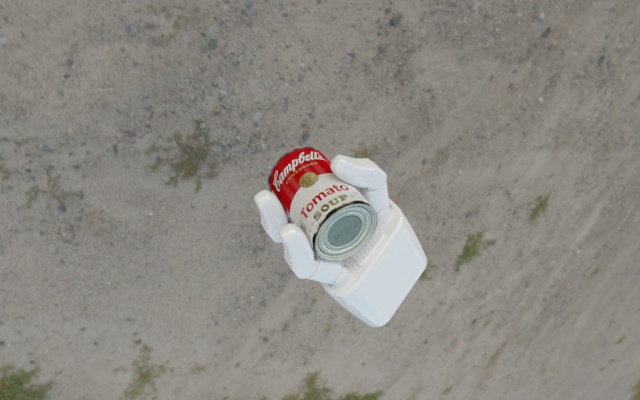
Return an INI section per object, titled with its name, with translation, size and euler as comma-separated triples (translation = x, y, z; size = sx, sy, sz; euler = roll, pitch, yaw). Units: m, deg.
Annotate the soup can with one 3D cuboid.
[soup can]
translation = 0.000, 0.001, 0.458
size = 0.068, 0.068, 0.102
euler = 0, 34, -34
